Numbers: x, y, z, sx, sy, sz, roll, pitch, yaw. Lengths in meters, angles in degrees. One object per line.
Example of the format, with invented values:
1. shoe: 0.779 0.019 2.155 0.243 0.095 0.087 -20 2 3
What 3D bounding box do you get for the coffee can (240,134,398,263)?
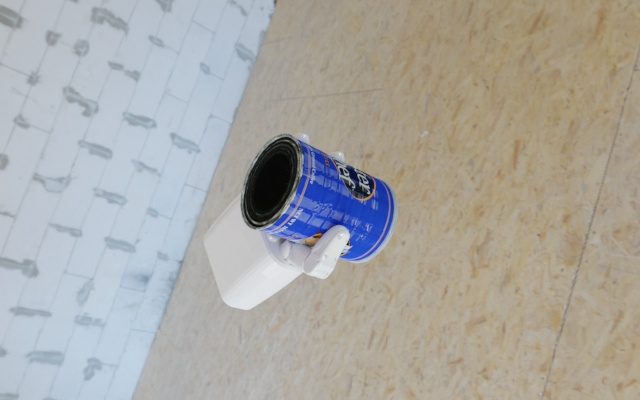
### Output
1. coffee can: 0.000 0.002 0.519 0.140 0.102 0.103 23 -14 -36
